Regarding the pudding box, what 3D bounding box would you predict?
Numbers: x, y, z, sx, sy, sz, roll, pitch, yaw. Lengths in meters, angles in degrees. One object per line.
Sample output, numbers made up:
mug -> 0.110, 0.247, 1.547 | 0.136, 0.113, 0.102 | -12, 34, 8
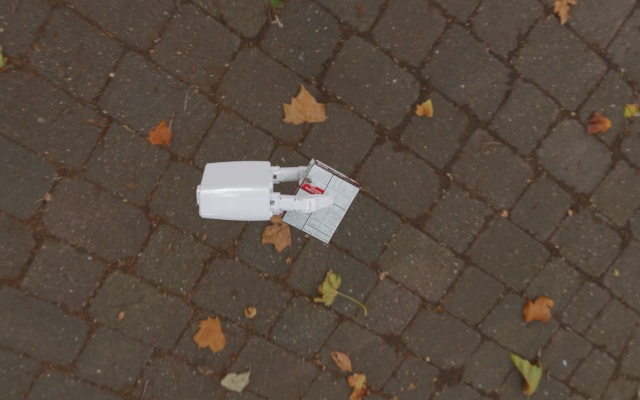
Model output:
pudding box -> 0.000, 0.003, 0.773 | 0.090, 0.113, 0.039 | 28, 12, -10
